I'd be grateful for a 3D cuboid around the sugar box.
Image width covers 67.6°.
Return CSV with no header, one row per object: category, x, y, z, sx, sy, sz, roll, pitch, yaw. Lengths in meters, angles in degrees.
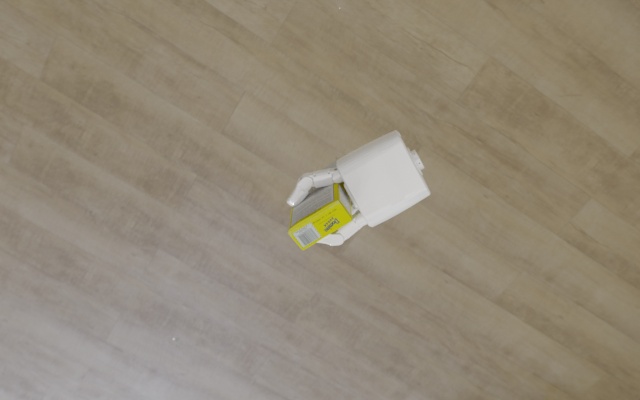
sugar box,0.001,0.003,0.771,0.093,0.048,0.176,-31,17,14
